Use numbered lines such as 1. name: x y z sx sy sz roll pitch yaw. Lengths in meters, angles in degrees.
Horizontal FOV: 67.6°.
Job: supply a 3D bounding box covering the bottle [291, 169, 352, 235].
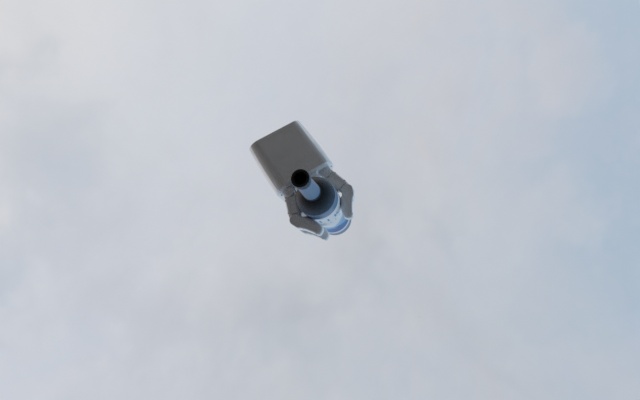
1. bottle: 0.000 0.003 0.811 0.069 0.069 0.296 0 -13 12
